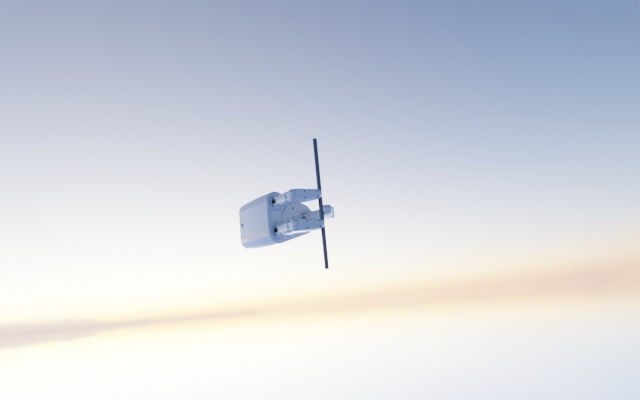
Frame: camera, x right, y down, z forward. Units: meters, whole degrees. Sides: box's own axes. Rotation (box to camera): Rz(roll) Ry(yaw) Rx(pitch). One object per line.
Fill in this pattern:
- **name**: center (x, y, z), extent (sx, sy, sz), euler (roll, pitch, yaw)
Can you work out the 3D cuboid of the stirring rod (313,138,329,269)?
- **stirring rod**: center (0.000, 0.003, 0.860), extent (0.011, 0.239, 0.011), euler (-5, -12, -1)
